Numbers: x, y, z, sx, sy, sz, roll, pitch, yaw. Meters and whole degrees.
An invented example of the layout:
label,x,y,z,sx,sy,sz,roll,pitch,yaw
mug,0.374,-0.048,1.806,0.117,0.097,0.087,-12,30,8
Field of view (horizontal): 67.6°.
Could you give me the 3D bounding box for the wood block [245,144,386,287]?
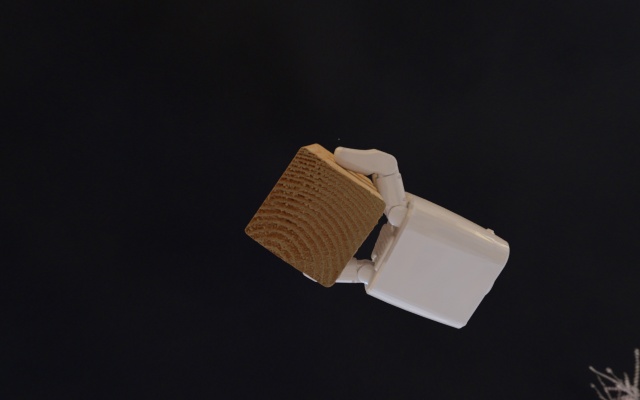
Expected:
label,x,y,z,sx,sy,sz,roll,pitch,yaw
wood block,0.000,0.002,0.499,0.090,0.091,0.206,34,7,-2
